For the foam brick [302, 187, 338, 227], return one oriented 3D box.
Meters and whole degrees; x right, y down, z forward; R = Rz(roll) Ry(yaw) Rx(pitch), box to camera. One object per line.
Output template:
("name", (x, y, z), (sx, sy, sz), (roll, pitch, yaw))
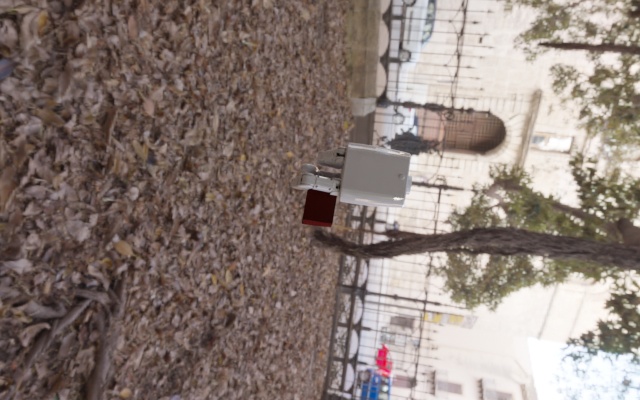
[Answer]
("foam brick", (0.000, 0.003, 0.807), (0.051, 0.078, 0.053), (10, -10, -2))
